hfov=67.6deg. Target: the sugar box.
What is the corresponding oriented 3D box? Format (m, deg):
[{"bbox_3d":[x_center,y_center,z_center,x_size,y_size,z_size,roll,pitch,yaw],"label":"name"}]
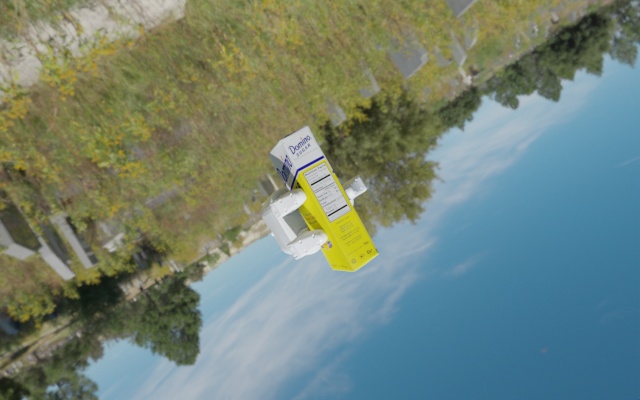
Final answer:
[{"bbox_3d":[0.000,0.002,0.593,0.048,0.176,0.093,-33,2,-17],"label":"sugar box"}]
